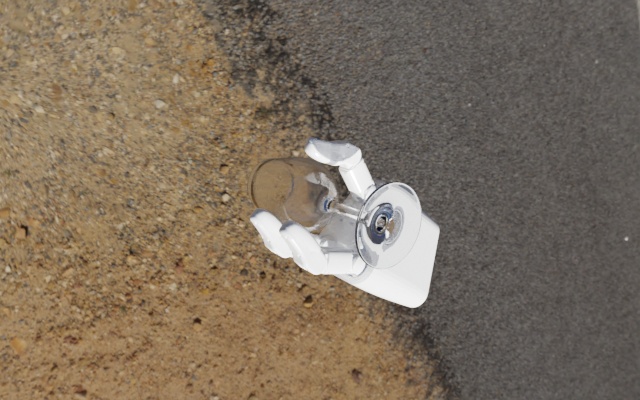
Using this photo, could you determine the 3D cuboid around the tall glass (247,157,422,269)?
[{"bbox_3d":[0.000,0.002,0.470,0.079,0.079,0.201,0,12,-37],"label":"tall glass"}]
